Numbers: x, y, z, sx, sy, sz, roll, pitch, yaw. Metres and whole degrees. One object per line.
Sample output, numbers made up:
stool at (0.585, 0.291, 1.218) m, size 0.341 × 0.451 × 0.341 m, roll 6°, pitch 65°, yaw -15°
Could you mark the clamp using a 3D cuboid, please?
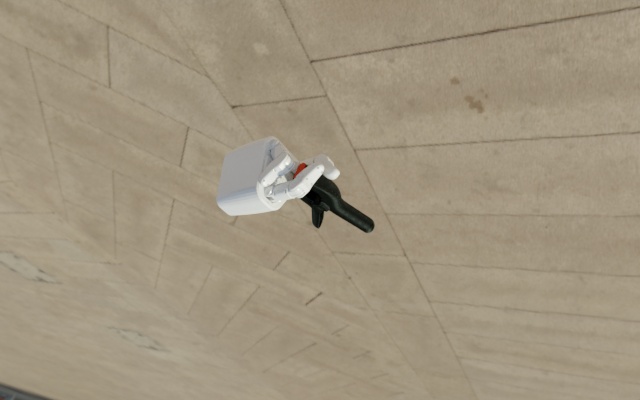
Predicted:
clamp at (0.000, 0.003, 0.780) m, size 0.120 × 0.039 × 0.171 m, roll -10°, pitch -43°, yaw 39°
